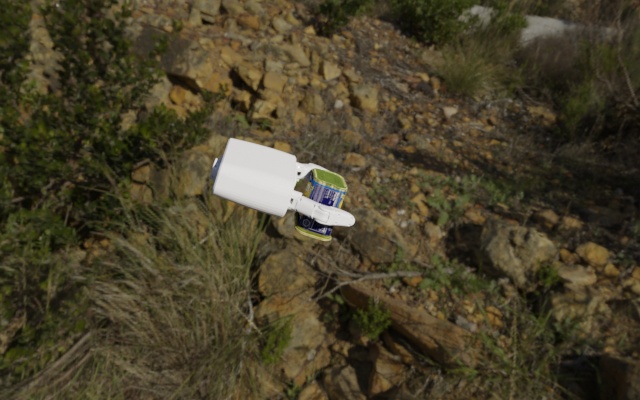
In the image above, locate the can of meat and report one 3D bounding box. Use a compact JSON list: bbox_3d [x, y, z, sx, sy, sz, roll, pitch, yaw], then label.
[{"bbox_3d":[0.000,0.002,0.728,0.057,0.084,0.102,18,14,-8],"label":"can of meat"}]
